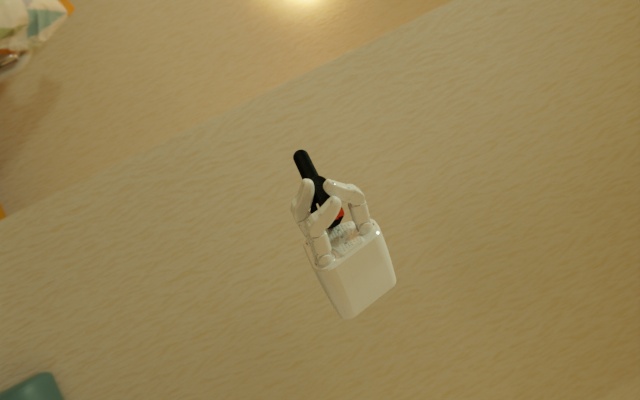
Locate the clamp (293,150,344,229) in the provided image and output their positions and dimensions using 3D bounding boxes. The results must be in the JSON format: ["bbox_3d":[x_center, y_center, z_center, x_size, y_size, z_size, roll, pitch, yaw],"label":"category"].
[{"bbox_3d":[0.001,0.002,0.722,0.039,0.120,0.171,-24,30,-3],"label":"clamp"}]
